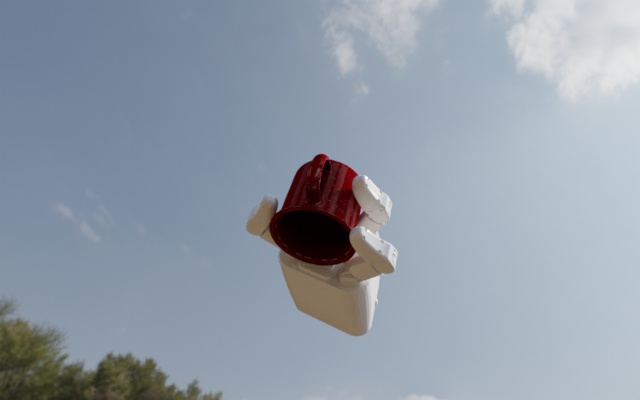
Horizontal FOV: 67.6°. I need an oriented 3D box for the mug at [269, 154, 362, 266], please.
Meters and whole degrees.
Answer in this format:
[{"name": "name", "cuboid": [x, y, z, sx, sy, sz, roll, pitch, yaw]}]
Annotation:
[{"name": "mug", "cuboid": [0.000, 0.000, 0.503, 0.093, 0.081, 0.117, 6, -42, 14]}]
